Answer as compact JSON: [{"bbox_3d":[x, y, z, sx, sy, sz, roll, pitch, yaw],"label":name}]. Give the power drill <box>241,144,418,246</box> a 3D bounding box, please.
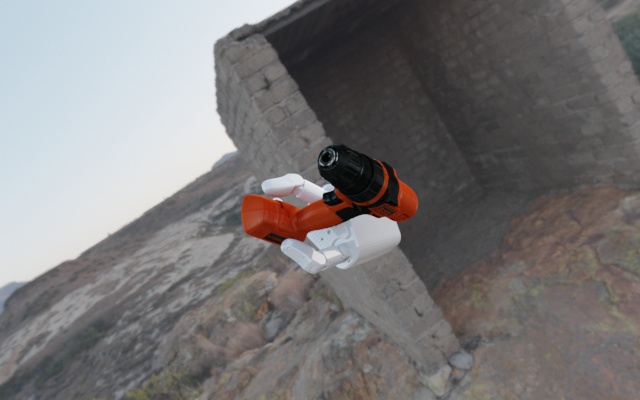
[{"bbox_3d":[0.000,0.002,0.561,0.188,0.057,0.184,-16,-26,30],"label":"power drill"}]
